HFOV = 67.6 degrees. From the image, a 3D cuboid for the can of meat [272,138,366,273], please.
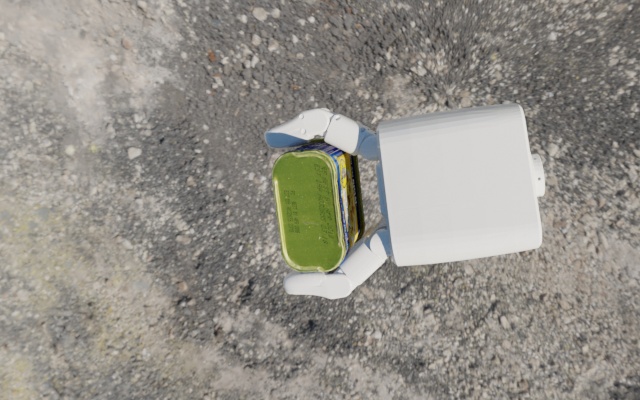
[{"bbox_3d":[0.000,0.001,0.402,0.057,0.102,0.084,-4,11,15],"label":"can of meat"}]
